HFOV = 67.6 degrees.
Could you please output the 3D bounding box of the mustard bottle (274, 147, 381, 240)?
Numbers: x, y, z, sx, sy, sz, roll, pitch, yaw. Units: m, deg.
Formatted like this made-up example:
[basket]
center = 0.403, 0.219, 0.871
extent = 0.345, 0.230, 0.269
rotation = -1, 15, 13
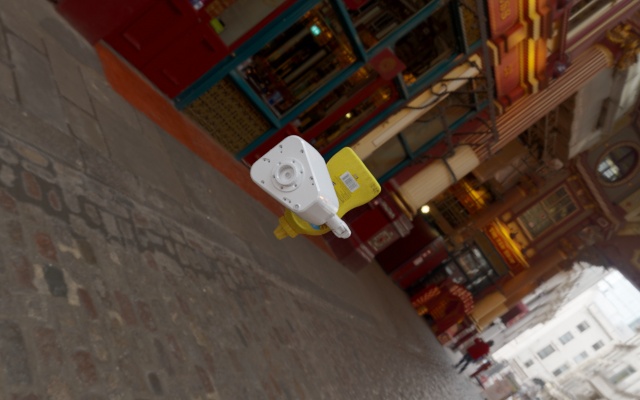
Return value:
[mustard bottle]
center = 0.000, 0.002, 0.808
extent = 0.191, 0.096, 0.058
rotation = -38, 7, 5
